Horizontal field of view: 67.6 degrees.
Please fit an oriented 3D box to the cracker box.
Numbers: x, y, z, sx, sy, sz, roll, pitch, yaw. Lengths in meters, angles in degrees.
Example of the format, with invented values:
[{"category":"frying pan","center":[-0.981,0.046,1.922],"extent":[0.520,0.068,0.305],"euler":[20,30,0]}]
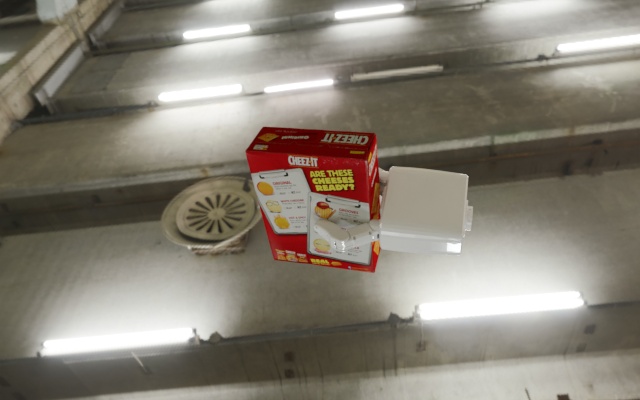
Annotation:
[{"category":"cracker box","center":[0.000,0.002,0.684],"extent":[0.164,0.214,0.072],"euler":[6,43,16]}]
